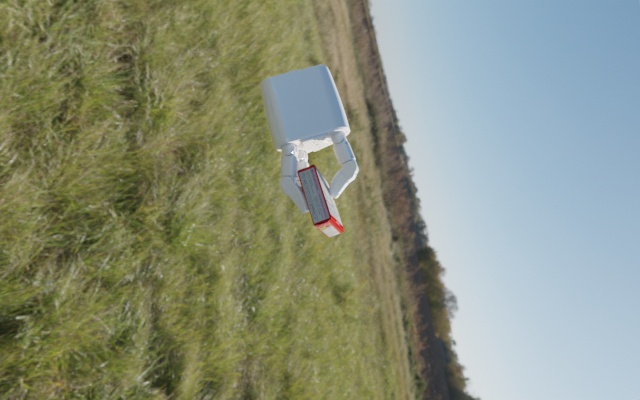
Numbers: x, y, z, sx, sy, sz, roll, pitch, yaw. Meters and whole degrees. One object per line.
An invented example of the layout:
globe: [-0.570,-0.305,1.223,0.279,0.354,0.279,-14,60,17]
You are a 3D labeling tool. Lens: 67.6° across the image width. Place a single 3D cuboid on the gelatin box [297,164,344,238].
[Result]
gelatin box: [0.001,0.002,0.689,0.030,0.089,0.073,-22,-22,9]
